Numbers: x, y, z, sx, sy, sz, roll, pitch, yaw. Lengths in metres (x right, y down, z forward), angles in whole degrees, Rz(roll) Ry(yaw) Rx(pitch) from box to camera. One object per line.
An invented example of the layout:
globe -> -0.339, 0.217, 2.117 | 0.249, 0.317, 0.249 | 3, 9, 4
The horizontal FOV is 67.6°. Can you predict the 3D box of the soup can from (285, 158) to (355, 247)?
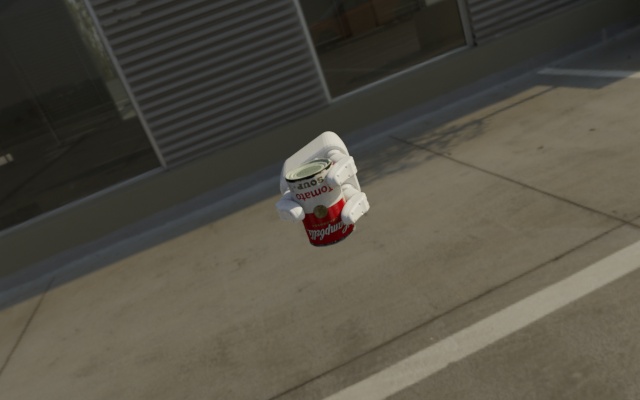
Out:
soup can -> 0.000, 0.002, 0.647 | 0.068, 0.102, 0.068 | -18, 20, 7
